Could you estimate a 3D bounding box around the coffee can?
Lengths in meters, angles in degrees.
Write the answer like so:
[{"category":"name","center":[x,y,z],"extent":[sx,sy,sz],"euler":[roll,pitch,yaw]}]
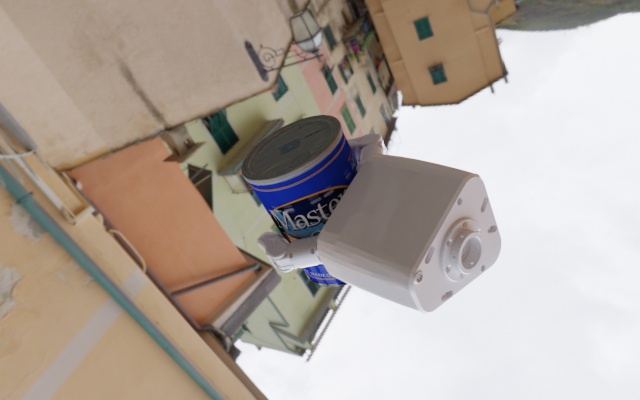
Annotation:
[{"category":"coffee can","center":[0.000,0.001,0.477],"extent":[0.103,0.140,0.102],"euler":[-21,31,13]}]
